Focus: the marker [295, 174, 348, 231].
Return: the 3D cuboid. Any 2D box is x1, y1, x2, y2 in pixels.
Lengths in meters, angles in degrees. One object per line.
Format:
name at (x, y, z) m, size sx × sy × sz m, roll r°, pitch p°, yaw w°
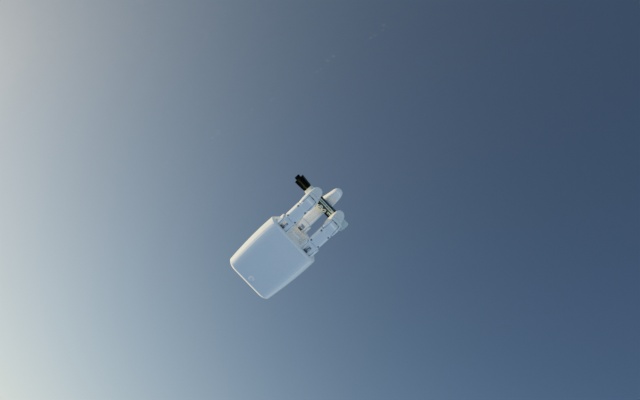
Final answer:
marker at (0.000, 0.003, 0.815) m, size 0.020 × 0.121 × 0.020 m, roll -43°, pitch 5°, yaw 4°
